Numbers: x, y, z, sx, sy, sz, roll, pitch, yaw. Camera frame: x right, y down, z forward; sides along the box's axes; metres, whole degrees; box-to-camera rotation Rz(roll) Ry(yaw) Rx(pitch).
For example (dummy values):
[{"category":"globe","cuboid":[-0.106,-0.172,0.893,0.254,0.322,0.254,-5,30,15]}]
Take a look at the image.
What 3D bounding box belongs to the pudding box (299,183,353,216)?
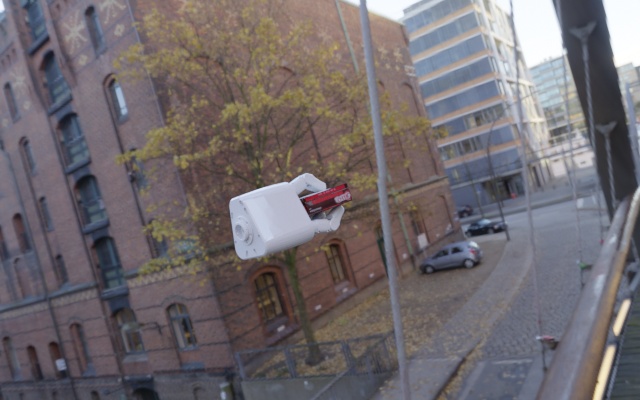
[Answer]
[{"category":"pudding box","cuboid":[0.000,0.003,0.891,0.090,0.039,0.113,-19,1,-15]}]
